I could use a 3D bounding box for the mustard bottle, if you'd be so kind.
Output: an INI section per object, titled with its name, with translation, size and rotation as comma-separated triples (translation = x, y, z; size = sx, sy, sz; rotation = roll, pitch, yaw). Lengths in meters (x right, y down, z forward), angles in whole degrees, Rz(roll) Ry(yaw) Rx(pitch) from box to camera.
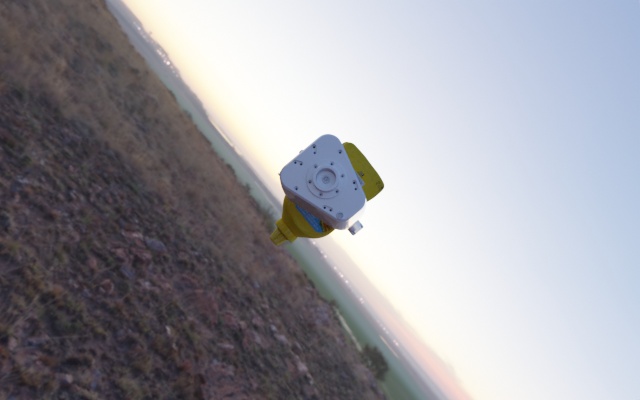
[mustard bottle]
translation = 0.000, 0.002, 0.743
size = 0.191, 0.096, 0.058
rotation = -40, 17, -3
